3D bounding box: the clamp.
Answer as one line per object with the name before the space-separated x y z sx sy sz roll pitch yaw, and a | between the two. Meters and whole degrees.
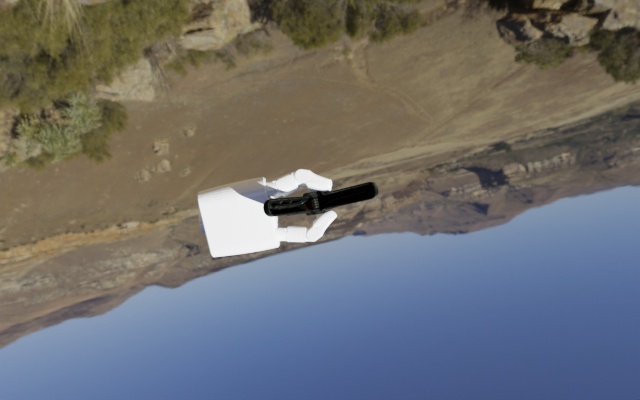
clamp | 0.000 0.003 0.755 0.164 0.036 0.210 -9 -3 -1
